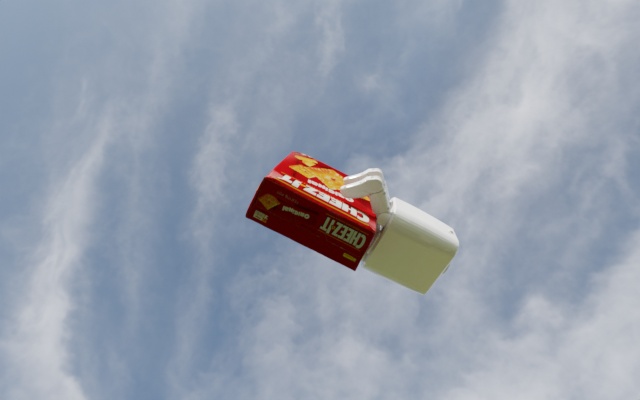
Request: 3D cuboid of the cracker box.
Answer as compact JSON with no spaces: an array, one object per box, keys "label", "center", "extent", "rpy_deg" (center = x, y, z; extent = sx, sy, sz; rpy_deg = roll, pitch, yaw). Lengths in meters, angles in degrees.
[{"label":"cracker box","center":[0.000,0.002,0.715],"extent":[0.164,0.072,0.213],"rpy_deg":[26,16,0]}]
